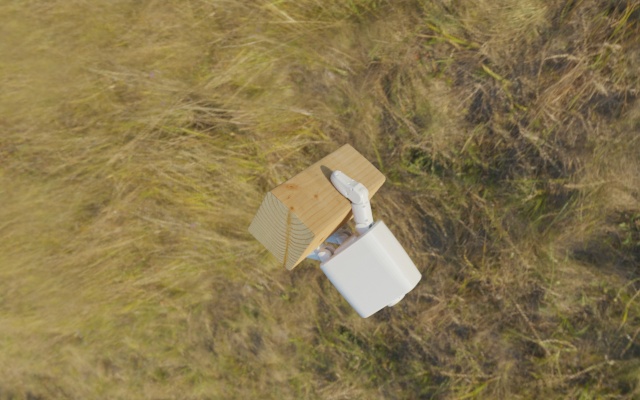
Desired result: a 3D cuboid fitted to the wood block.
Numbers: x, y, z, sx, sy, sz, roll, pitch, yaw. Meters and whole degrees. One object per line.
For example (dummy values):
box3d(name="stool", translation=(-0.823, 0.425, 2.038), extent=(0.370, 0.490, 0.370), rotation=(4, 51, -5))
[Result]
box3d(name="wood block", translation=(0.000, 0.003, 0.728), extent=(0.206, 0.090, 0.091), rotation=(-36, -14, -47))
